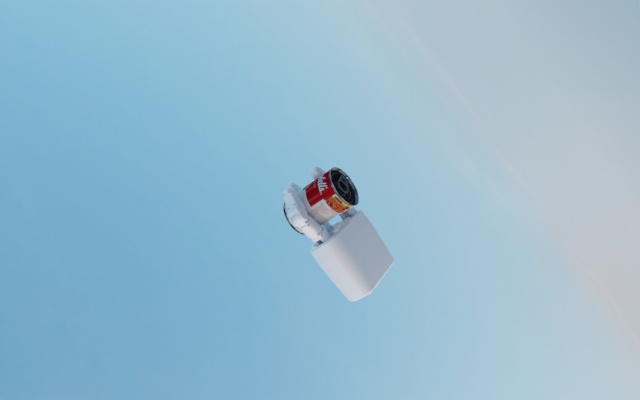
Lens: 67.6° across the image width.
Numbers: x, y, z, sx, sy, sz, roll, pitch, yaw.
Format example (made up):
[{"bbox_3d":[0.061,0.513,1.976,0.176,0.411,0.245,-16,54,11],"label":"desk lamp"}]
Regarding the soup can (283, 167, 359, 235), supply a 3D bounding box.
[{"bbox_3d":[0.000,0.002,0.750,0.102,0.068,0.068,-33,-17,28],"label":"soup can"}]
